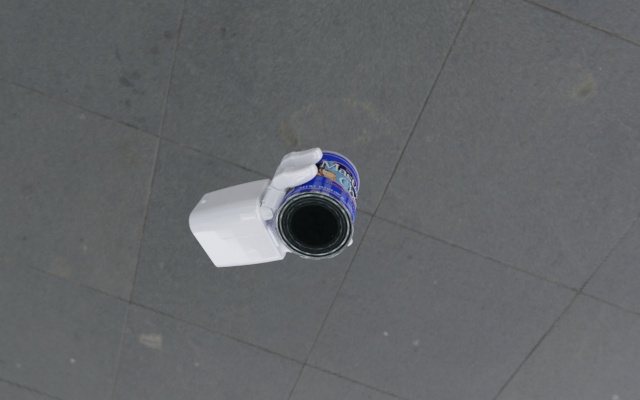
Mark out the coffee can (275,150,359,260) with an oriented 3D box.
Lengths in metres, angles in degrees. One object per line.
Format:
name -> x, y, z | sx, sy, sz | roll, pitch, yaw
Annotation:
coffee can -> 0.000, 0.002, 0.674 | 0.103, 0.103, 0.140 | 0, 27, 8
